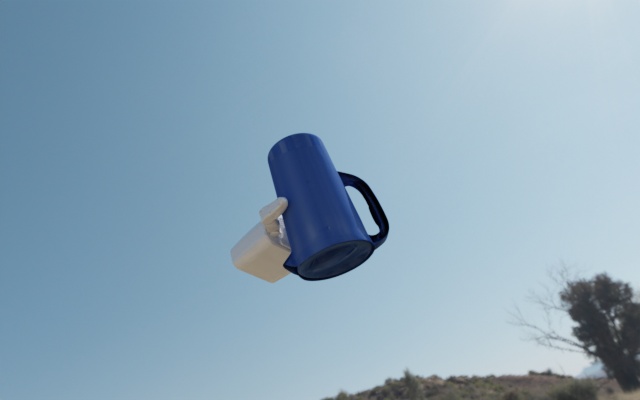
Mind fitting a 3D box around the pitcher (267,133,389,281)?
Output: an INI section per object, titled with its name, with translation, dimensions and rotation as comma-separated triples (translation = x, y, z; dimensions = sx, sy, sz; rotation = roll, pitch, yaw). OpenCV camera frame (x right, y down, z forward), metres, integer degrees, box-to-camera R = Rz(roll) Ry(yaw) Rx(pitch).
[pitcher]
translation = 0.000, 0.003, 0.821
dimensions = 0.149, 0.242, 0.145
rotation = 14, -44, -46
